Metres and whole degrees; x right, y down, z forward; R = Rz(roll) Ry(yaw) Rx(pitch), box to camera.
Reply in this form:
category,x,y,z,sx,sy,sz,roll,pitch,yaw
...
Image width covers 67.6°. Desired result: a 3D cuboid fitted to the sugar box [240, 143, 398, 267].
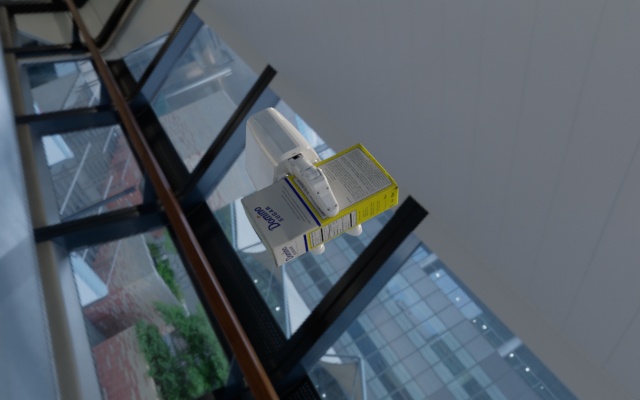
category,x,y,z,sx,sy,sz,roll,pitch,yaw
sugar box,0.000,0.002,0.598,0.176,0.093,0.048,-27,-37,-13
